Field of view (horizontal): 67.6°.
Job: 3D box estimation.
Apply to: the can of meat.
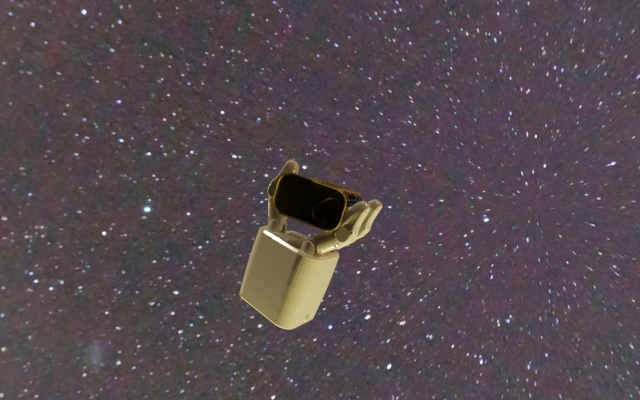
[{"bbox_3d":[0.000,0.002,0.650,0.102,0.057,0.084,19,7,23],"label":"can of meat"}]
